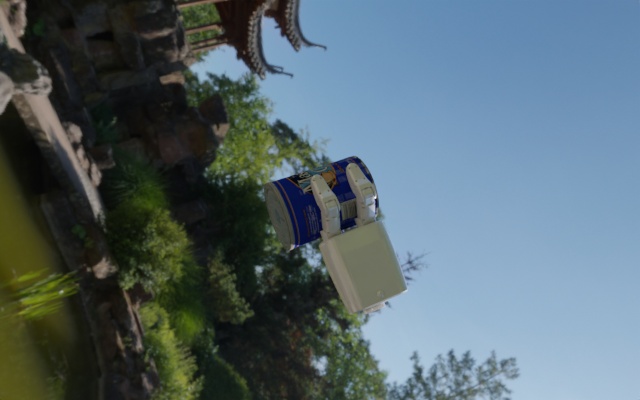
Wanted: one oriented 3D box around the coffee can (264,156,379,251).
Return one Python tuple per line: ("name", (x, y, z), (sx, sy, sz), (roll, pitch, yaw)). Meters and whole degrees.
("coffee can", (0.000, 0.002, 0.705), (0.140, 0.103, 0.103), (-19, 6, -17))
